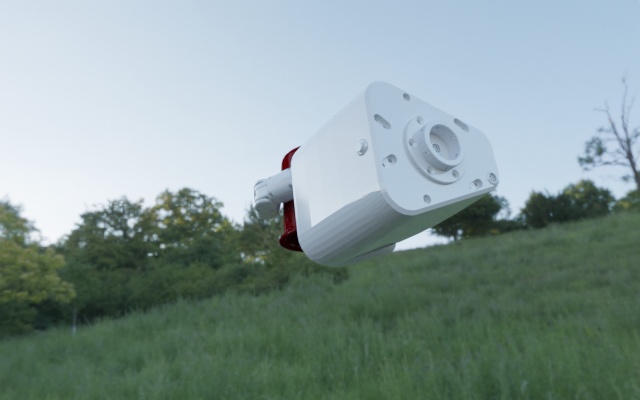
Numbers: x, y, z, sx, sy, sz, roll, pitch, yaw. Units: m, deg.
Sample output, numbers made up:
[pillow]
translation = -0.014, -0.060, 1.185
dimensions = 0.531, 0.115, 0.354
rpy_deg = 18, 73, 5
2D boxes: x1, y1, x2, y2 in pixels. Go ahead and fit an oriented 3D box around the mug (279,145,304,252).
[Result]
[mug]
translation = -0.001, 0.002, 0.452
dimensions = 0.093, 0.081, 0.117
rpy_deg = 7, -23, -29
